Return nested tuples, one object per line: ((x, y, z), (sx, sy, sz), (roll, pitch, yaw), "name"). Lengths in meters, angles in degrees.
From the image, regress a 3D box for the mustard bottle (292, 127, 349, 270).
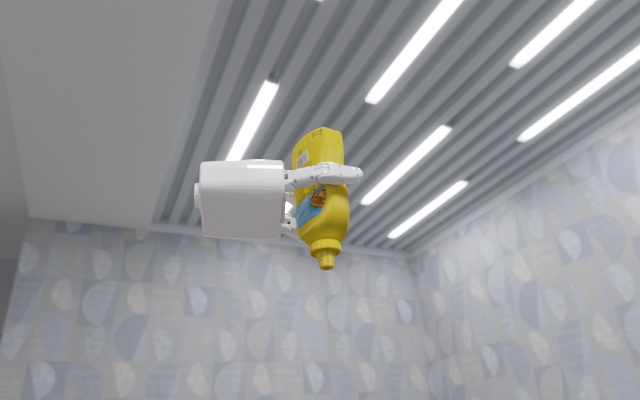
((0.000, 0.002, 0.654), (0.058, 0.191, 0.096), (13, -32, -31), "mustard bottle")
